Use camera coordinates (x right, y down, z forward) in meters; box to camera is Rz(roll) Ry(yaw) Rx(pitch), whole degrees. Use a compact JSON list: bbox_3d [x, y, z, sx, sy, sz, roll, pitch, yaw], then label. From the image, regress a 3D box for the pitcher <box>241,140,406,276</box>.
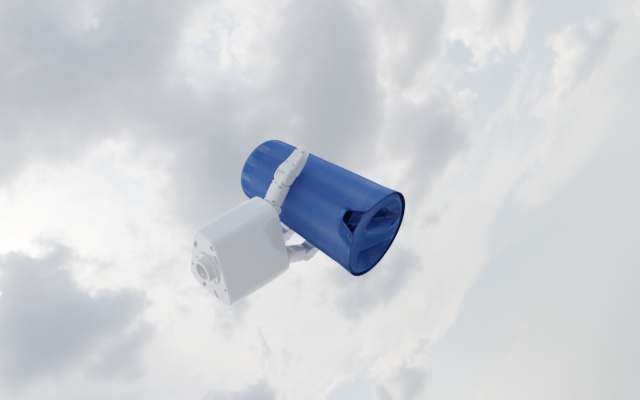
[{"bbox_3d":[0.000,0.002,0.731,0.242,0.149,0.145,30,46,31],"label":"pitcher"}]
